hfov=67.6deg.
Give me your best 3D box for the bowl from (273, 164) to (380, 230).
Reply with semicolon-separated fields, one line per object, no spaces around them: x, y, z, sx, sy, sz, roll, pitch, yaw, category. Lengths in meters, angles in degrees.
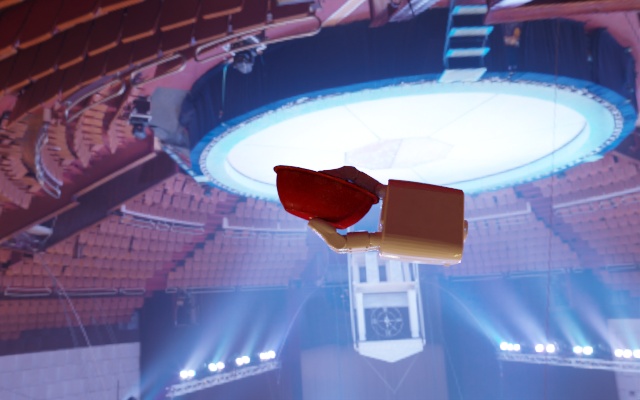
-0.001;0.002;0.686;0.162;0.055;0.162;18;-8;3;bowl
